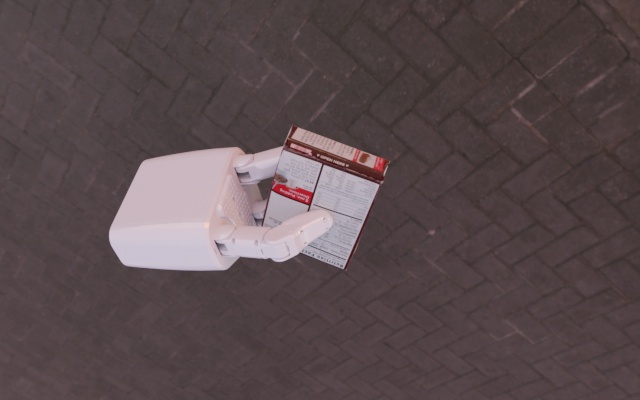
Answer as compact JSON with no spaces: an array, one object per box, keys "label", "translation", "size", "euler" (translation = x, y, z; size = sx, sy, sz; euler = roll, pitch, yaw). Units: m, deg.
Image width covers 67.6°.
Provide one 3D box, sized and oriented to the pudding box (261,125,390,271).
[{"label":"pudding box","translation":[0.000,0.001,0.425],"size":[0.090,0.114,0.039],"euler":[20,40,1]}]
